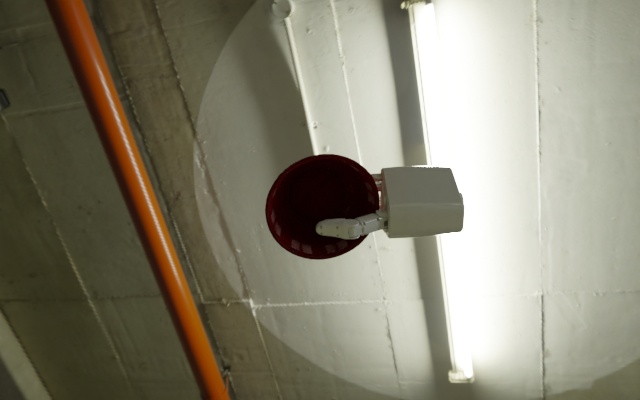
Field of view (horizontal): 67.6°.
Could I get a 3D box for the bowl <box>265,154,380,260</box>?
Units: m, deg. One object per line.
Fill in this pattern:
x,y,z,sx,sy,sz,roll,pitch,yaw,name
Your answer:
-0.001,0.002,0.682,0.162,0.162,0.055,0,24,-11,bowl
